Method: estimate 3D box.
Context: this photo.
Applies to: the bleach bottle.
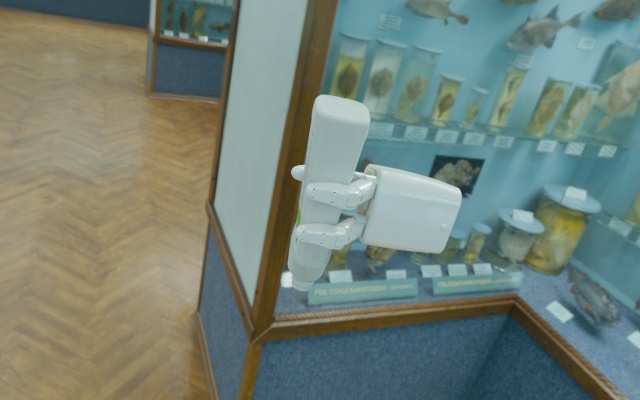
[{"bbox_3d":[0.000,0.002,0.608,0.068,0.251,0.102,11,26,-4],"label":"bleach bottle"}]
